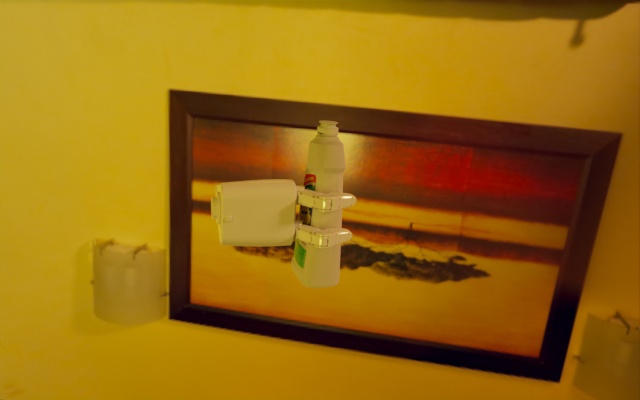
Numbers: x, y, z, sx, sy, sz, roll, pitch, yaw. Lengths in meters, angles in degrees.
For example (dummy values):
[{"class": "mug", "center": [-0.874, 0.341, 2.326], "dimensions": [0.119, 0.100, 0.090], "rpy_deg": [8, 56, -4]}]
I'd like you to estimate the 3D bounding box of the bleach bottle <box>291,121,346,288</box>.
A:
[{"class": "bleach bottle", "center": [0.000, 0.002, 0.740], "dimensions": [0.068, 0.251, 0.102], "rpy_deg": [-1, 18, -17]}]
